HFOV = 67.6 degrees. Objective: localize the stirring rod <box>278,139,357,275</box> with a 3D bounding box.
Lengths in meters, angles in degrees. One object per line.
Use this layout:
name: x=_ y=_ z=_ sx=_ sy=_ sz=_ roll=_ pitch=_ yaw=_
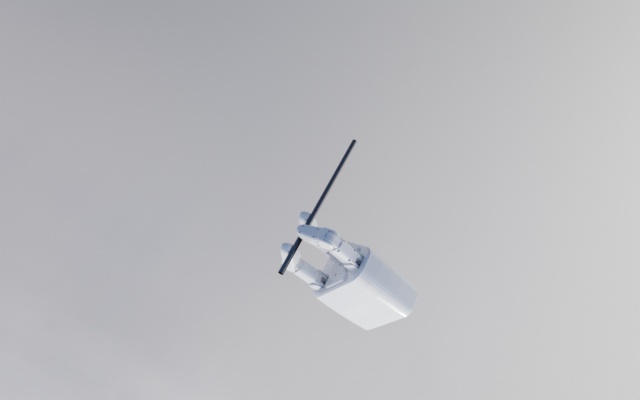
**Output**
stirring rod: x=0.000 y=0.002 z=0.681 sx=0.011 sy=0.239 sz=0.011 roll=23 pitch=-27 yaw=13
